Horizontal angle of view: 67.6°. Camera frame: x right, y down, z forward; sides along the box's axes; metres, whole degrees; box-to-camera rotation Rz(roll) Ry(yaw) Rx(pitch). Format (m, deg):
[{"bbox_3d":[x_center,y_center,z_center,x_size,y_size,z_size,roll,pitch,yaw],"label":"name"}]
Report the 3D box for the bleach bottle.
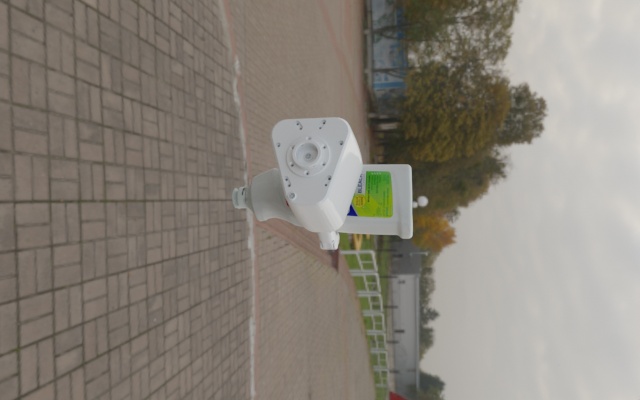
[{"bbox_3d":[0.000,0.002,0.668,0.251,0.102,0.068,-1,-17,10],"label":"bleach bottle"}]
